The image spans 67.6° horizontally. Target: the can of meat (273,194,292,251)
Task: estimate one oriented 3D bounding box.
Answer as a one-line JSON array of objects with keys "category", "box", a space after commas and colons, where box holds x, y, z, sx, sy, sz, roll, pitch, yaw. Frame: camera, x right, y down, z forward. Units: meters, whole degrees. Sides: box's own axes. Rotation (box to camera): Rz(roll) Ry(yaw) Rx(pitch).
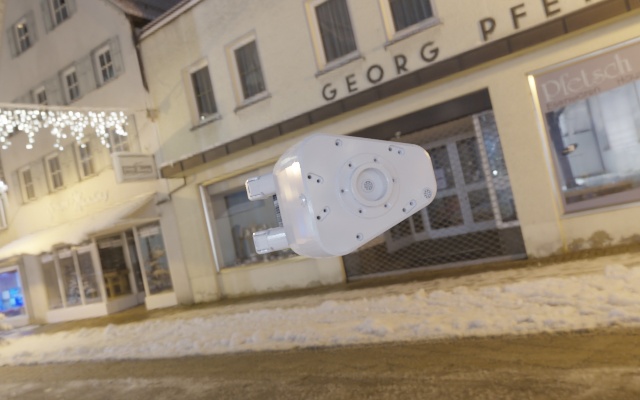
[{"category": "can of meat", "box": [0.000, 0.001, 0.509, 0.102, 0.084, 0.057, -12, -1, -11]}]
